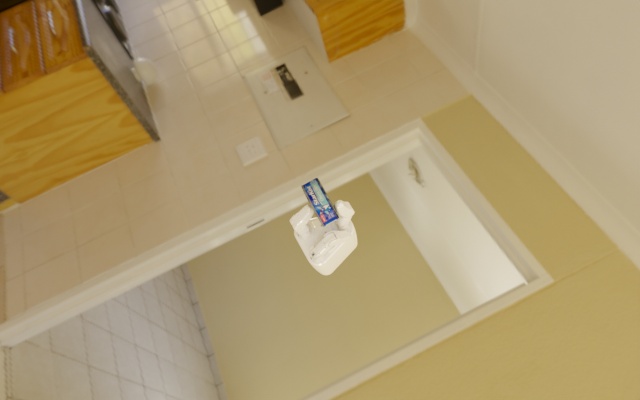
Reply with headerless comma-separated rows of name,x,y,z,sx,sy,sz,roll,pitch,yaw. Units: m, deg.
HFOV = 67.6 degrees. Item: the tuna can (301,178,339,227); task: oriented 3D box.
tuna can,0.001,0.003,0.857,0.034,0.086,0.086,-28,-1,2
